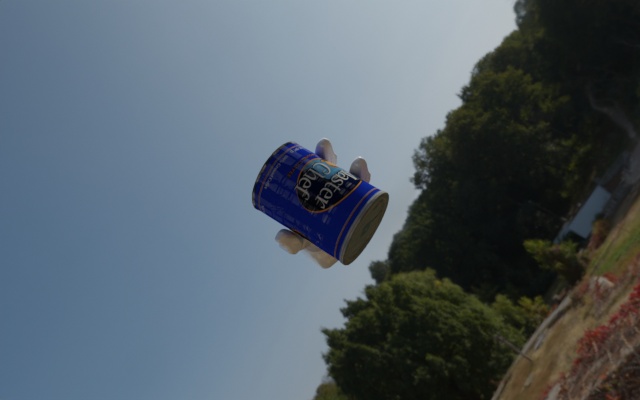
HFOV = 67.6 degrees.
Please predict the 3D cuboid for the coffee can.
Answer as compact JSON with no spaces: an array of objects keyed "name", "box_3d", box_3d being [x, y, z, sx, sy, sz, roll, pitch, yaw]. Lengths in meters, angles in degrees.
[{"name":"coffee can","box_3d":[0.000,0.002,0.602,0.140,0.103,0.103,31,11,19]}]
